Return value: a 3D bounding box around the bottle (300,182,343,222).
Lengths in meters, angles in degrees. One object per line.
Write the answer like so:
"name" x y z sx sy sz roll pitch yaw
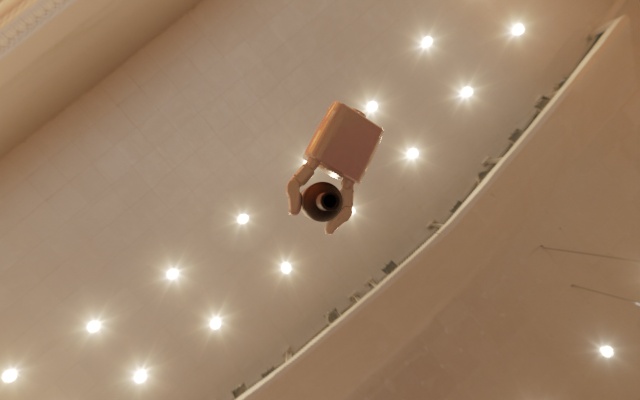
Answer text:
"bottle" 0.000 0.003 0.819 0.069 0.069 0.296 0 -1 -5
